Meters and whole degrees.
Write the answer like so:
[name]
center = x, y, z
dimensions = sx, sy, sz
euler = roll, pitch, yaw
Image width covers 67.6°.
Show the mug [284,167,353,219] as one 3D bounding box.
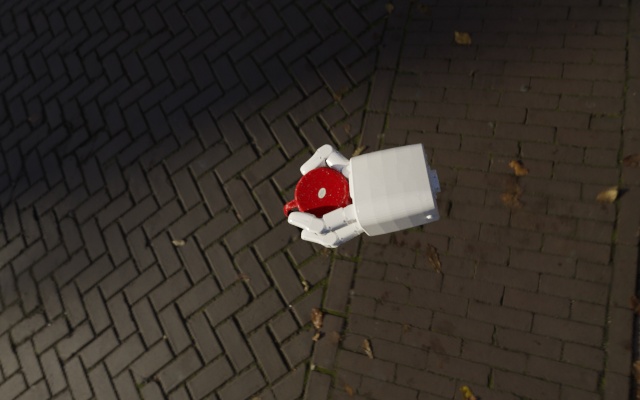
[mug]
center = -0.001, 0.003, 0.725
dimensions = 0.117, 0.093, 0.081
euler = -14, -21, 14
